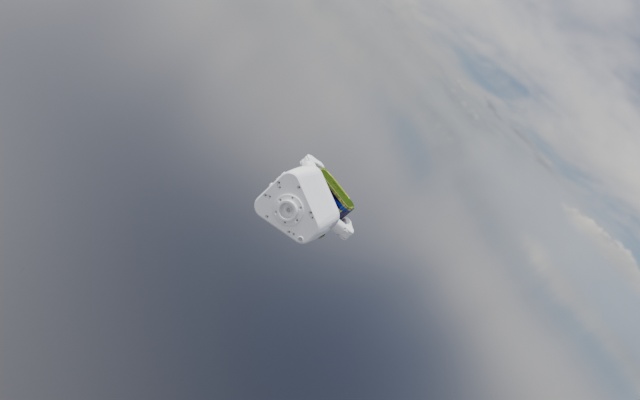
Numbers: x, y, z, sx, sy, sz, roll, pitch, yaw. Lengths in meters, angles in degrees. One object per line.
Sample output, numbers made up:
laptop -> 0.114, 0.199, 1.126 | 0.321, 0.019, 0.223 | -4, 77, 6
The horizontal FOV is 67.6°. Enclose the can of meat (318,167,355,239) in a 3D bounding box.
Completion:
can of meat -> 0.000, 0.003, 0.867 | 0.084, 0.102, 0.057 | -41, -8, 18
